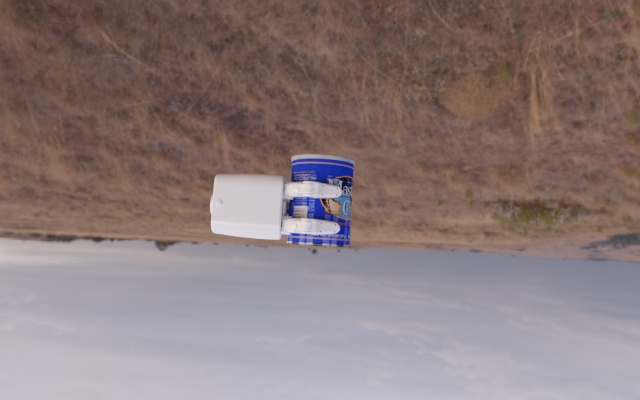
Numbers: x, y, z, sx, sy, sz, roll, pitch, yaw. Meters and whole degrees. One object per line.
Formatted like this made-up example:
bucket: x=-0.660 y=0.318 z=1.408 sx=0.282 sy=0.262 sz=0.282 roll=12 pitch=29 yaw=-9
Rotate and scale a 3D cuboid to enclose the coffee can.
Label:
coffee can: x=0.000 y=0.002 z=0.771 sx=0.103 sy=0.140 sz=0.103 roll=3 pitch=-4 yaw=0
